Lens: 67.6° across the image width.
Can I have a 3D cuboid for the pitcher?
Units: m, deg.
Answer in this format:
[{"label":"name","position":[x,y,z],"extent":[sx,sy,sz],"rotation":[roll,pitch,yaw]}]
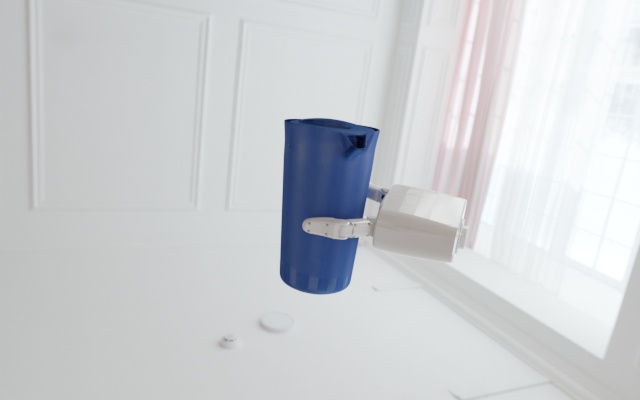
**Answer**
[{"label":"pitcher","position":[0.000,0.002,0.696],"extent":[0.145,0.243,0.149],"rotation":[11,15,16]}]
